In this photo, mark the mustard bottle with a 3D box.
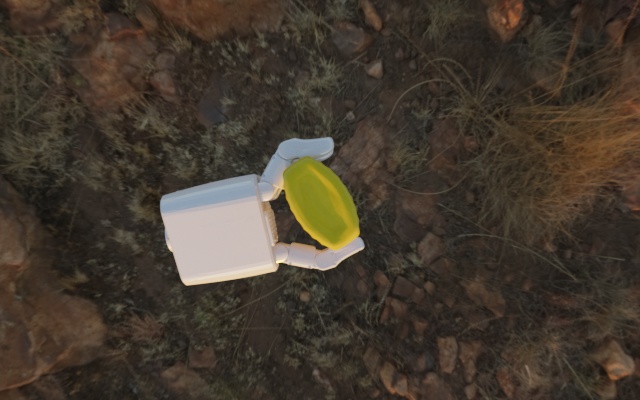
[{"bbox_3d":[0.000,0.002,0.554,0.058,0.096,0.191,-36,1,0],"label":"mustard bottle"}]
